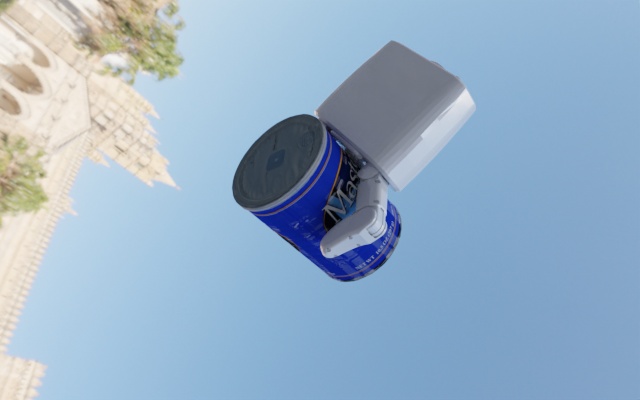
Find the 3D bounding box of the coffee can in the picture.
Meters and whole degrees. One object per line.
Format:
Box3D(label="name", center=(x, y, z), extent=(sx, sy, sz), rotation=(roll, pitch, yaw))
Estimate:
Box3D(label="coffee can", center=(0.000, 0.002, 0.461), extent=(0.103, 0.102, 0.140), rotation=(0, -33, 43))
